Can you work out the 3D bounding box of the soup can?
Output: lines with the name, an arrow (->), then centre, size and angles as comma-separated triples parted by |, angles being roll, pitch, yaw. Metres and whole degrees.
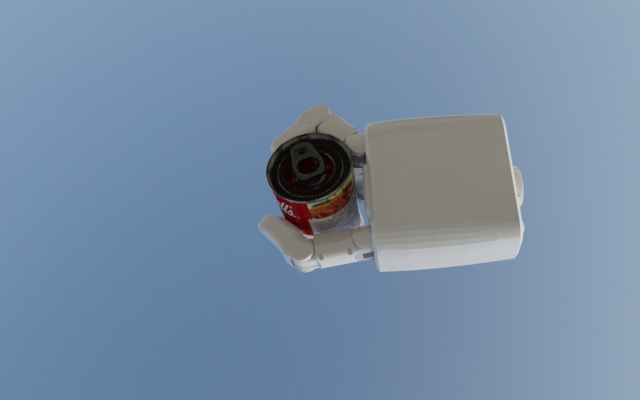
soup can -> 0.000, 0.002, 0.406 | 0.068, 0.068, 0.102 | 0, -34, 12
